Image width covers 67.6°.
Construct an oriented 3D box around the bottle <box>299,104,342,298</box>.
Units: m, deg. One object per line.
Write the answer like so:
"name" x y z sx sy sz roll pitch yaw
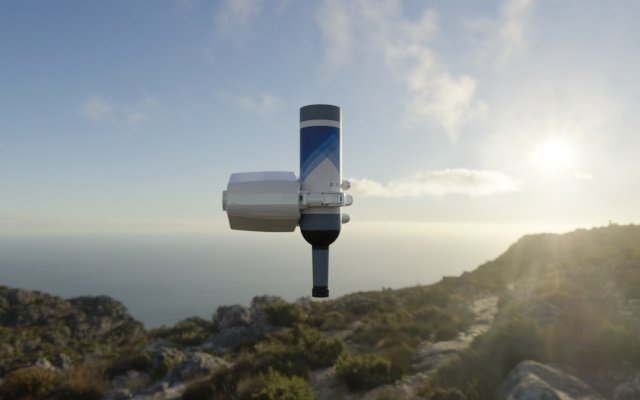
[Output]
"bottle" 0.000 0.002 0.748 0.069 0.295 0.069 0 -3 0
